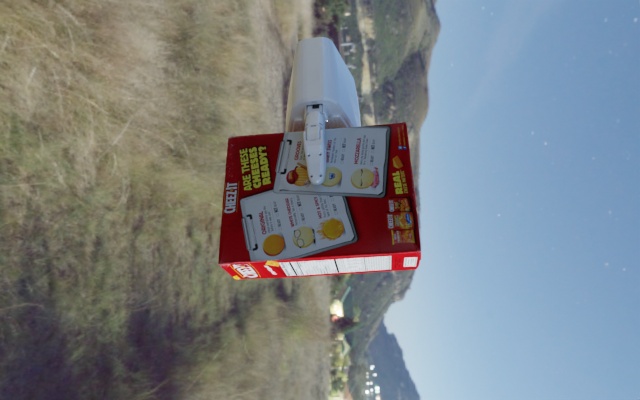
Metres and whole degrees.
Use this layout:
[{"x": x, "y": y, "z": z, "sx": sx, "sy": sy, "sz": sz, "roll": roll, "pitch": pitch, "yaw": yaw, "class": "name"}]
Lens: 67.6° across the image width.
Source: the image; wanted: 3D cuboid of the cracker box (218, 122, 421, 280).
[{"x": 0.000, "y": 0.002, "z": 0.553, "sx": 0.214, "sy": 0.164, "sz": 0.072, "roll": -5, "pitch": -27, "yaw": 6, "class": "cracker box"}]
